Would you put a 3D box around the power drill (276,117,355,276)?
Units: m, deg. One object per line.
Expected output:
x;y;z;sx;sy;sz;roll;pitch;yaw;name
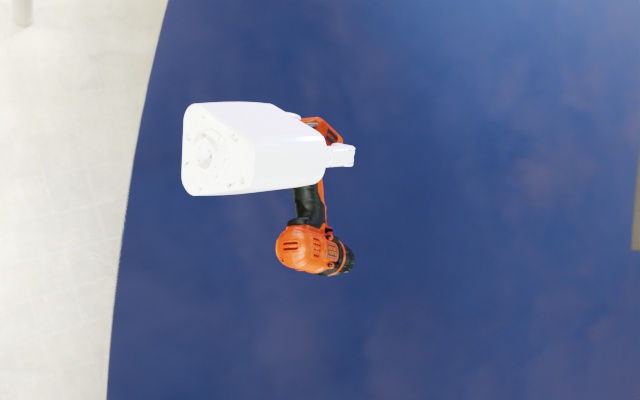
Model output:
0.000;0.002;0.612;0.057;0.187;0.184;-8;-14;19;power drill
